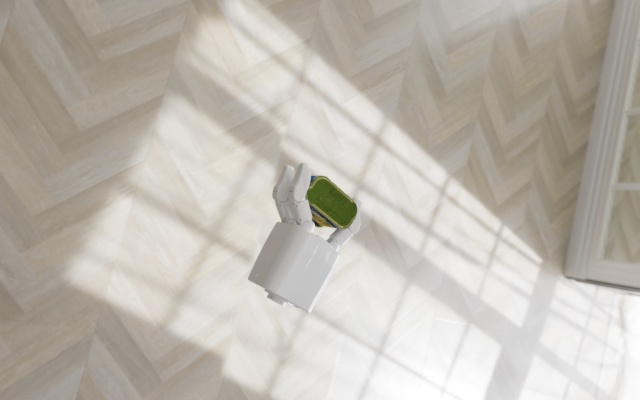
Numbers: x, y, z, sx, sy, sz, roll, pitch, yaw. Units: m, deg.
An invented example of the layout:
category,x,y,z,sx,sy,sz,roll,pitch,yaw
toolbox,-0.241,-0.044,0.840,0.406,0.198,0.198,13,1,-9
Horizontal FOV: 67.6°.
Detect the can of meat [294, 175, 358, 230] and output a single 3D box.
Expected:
category,x,y,z,sx,sy,sz,roll,pitch,yaw
can of meat,0.000,0.003,0.771,0.102,0.057,0.084,39,-16,-23
